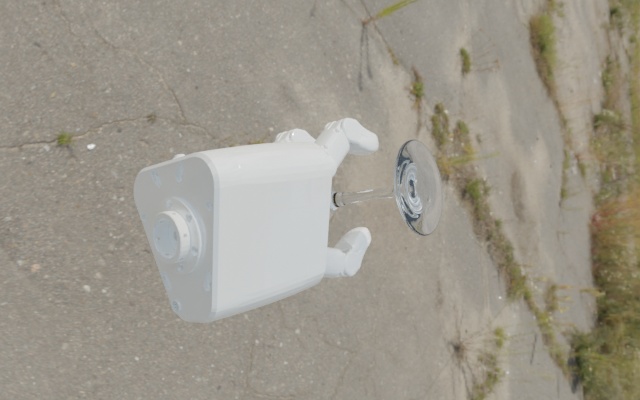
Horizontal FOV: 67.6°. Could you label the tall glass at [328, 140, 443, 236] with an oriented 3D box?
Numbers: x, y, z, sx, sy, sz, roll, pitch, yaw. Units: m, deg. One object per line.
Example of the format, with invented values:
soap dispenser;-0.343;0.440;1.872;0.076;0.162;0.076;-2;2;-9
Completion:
tall glass;0.001;0.001;0.427;0.201;0.079;0.079;-8;-5;39
